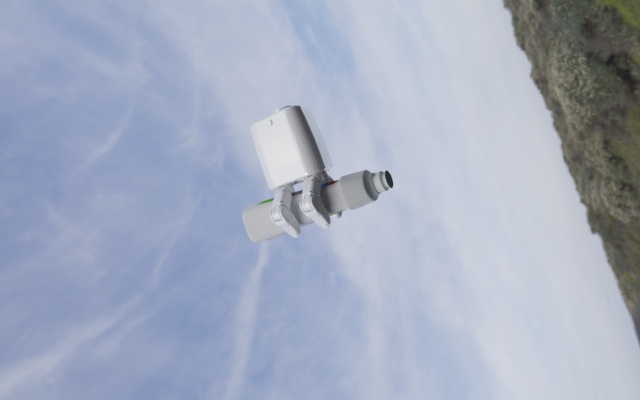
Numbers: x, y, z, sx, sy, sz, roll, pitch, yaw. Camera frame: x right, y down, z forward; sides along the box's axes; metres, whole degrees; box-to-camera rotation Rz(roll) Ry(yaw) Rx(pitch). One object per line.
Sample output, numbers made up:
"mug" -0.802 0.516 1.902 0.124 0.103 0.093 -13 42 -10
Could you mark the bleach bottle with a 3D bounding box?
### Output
"bleach bottle" 0.000 0.003 0.763 0.251 0.068 0.102 -19 2 29
